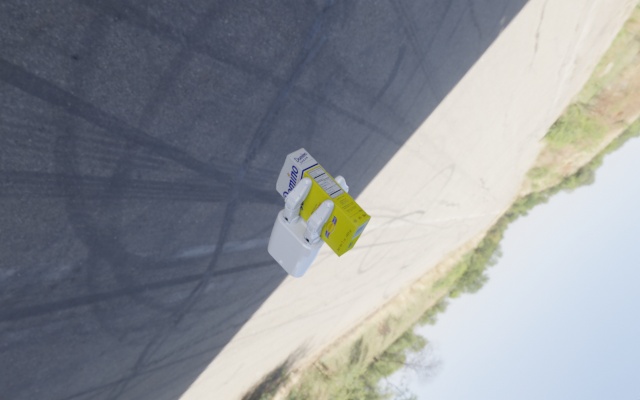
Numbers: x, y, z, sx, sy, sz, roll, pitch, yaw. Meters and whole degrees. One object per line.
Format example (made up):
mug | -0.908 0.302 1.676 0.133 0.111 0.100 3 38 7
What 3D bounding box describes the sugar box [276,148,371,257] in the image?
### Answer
sugar box | 0.000 0.003 0.819 0.048 0.176 0.093 -32 -22 -39
